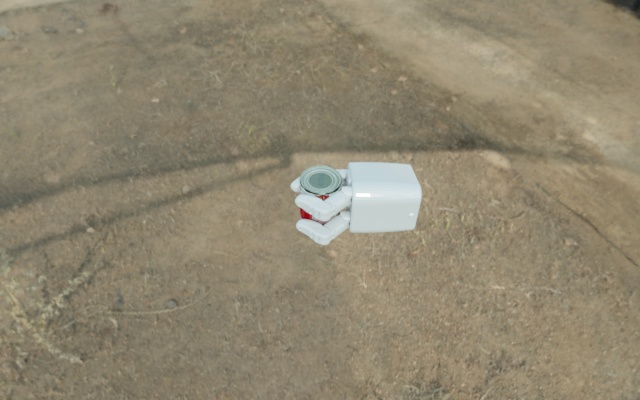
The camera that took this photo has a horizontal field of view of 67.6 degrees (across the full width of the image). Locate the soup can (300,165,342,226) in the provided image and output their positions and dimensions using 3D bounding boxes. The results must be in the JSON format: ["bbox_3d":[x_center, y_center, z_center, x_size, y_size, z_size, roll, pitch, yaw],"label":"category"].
[{"bbox_3d":[0.000,0.002,0.772,0.068,0.068,0.102,1,-45,-1],"label":"soup can"}]
